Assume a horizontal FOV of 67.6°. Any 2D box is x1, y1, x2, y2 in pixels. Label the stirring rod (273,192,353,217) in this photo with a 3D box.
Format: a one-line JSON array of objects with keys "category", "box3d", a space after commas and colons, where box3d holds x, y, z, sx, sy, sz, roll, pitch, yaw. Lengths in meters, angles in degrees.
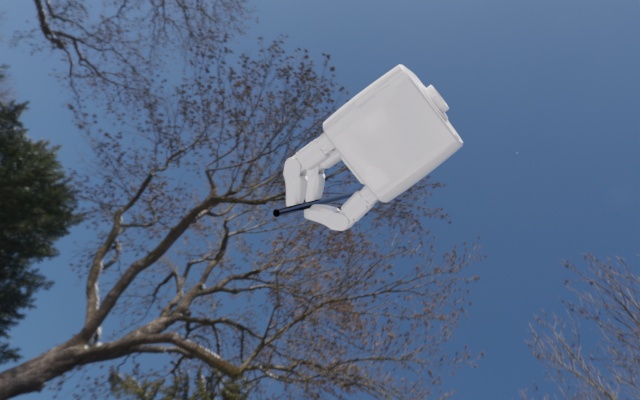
[{"category": "stirring rod", "box3d": [0.000, 0.002, 0.601, 0.011, 0.011, 0.239, 0, 5, 22]}]
